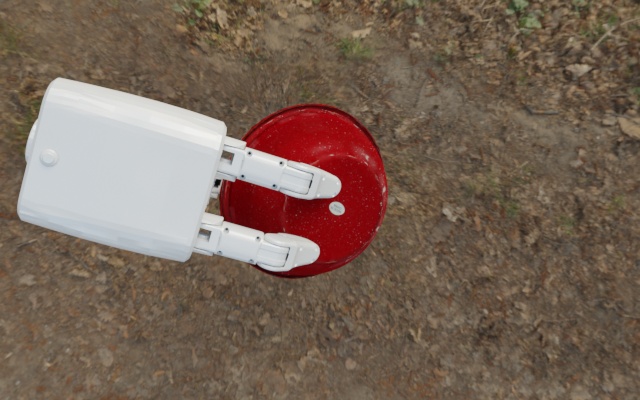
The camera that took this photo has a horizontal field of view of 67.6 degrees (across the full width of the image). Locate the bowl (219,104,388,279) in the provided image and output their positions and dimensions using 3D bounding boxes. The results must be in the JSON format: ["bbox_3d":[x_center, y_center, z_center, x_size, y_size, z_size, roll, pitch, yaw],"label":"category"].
[{"bbox_3d":[0.001,0.001,0.407,0.162,0.162,0.055,0,15,-27],"label":"bowl"}]
